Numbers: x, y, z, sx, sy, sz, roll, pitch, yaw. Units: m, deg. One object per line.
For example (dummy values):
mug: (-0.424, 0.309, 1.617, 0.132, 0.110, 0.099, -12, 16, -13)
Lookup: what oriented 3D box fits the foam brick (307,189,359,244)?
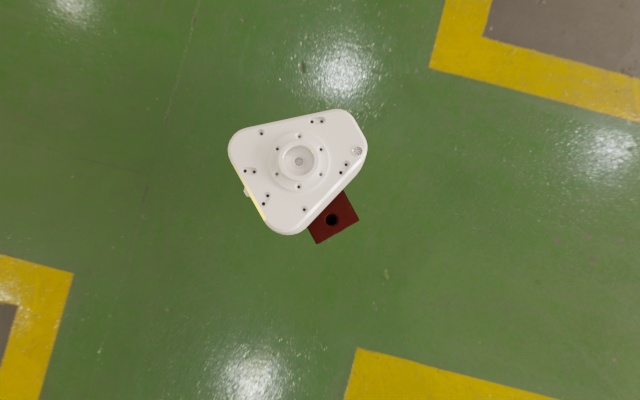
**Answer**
foam brick: (0.000, 0.002, 0.515, 0.053, 0.078, 0.051, -29, -1, -2)
